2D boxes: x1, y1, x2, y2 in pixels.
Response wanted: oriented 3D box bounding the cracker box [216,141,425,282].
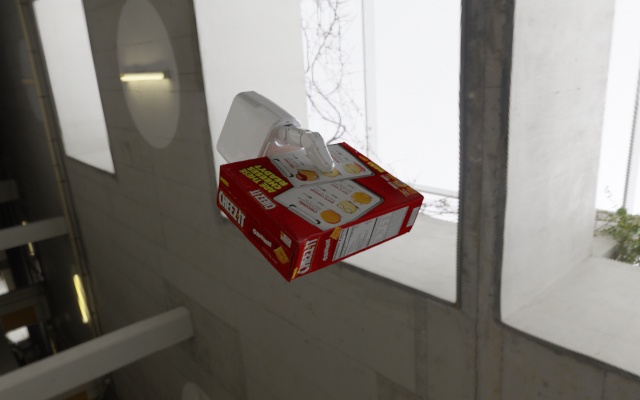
[{"bbox_3d":[0.000,0.002,0.618,0.213,0.072,0.164,-17,43,-38],"label":"cracker box"}]
